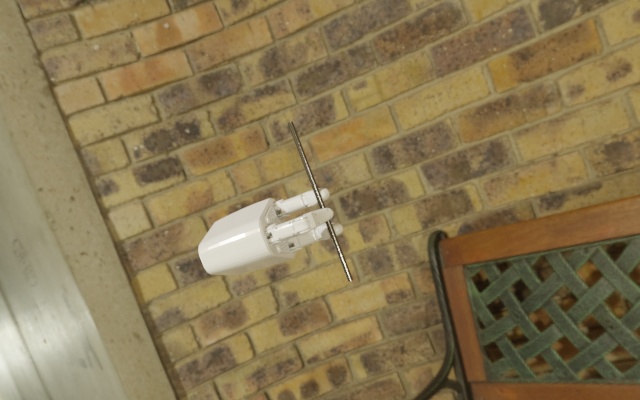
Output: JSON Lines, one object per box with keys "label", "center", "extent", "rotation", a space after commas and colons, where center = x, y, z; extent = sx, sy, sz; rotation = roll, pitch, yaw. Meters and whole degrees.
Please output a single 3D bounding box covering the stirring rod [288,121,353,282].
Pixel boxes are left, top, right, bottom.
{"label": "stirring rod", "center": [0.000, 0.002, 0.677], "extent": [0.011, 0.239, 0.011], "rotation": [-21, 2, 1]}
